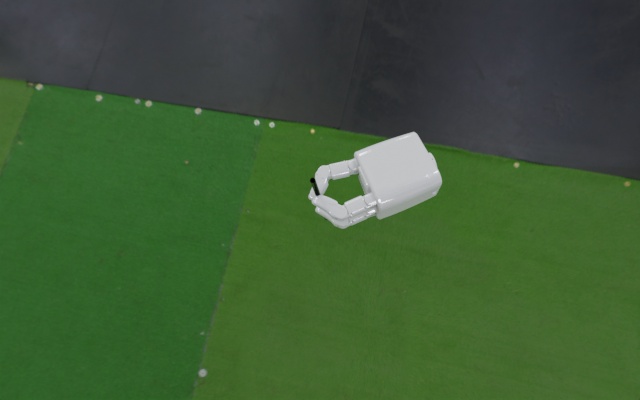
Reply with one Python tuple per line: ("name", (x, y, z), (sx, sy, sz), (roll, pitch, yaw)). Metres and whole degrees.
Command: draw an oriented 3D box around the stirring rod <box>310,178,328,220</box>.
("stirring rod", (0.000, 0.003, 0.786), (0.011, 0.011, 0.239), (0, -15, 5))
